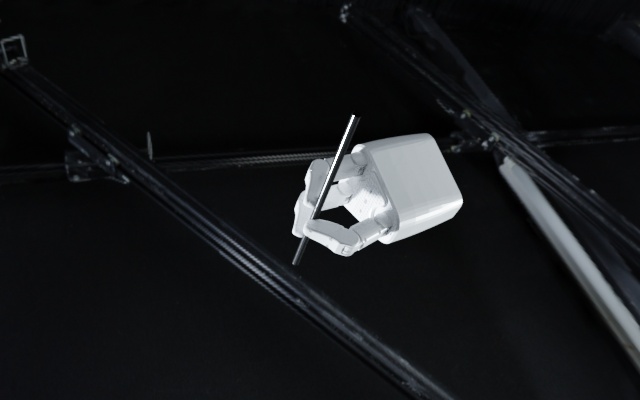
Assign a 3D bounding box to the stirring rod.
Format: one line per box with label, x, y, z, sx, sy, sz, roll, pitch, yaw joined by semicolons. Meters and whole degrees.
stirring rod;0.000;0.002;0.490;0.011;0.011;0.240;0;-38;-19
